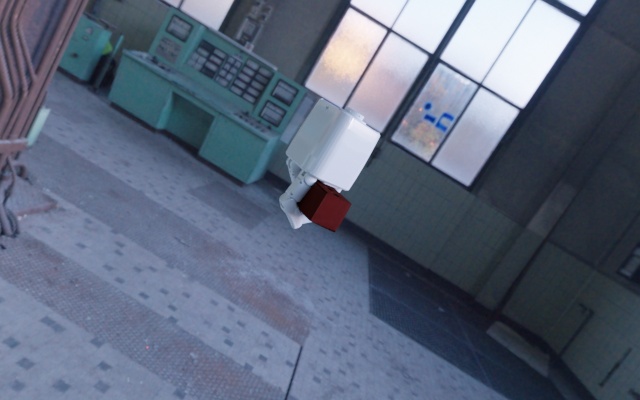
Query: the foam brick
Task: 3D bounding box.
[{"bbox_3d":[0.000,0.003,0.732,0.053,0.051,0.078,26,11,-35],"label":"foam brick"}]
